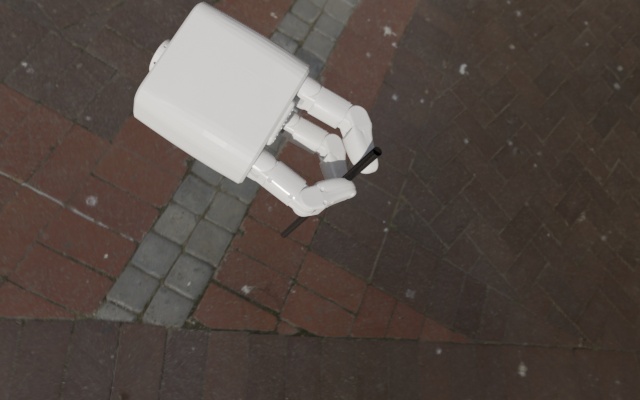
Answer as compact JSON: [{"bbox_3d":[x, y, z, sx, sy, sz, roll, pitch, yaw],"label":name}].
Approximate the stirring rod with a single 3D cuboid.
[{"bbox_3d":[0.000,0.002,0.483,0.011,0.011,0.240,0,-20,-23],"label":"stirring rod"}]
